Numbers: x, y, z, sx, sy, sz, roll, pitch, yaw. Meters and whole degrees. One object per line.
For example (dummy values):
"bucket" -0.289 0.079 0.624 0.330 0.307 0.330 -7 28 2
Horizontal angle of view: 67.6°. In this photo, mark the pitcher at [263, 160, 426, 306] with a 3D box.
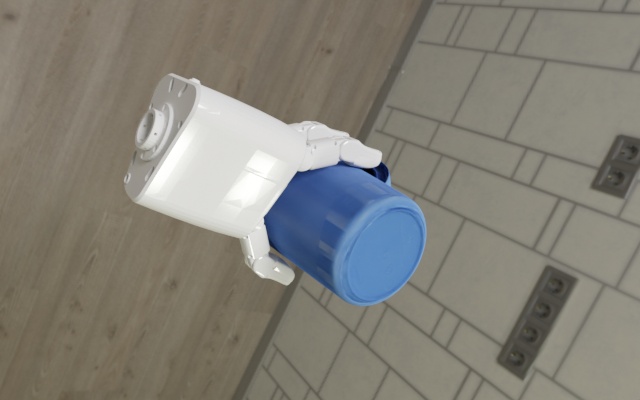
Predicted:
"pitcher" 0.000 0.002 0.509 0.145 0.149 0.242 25 5 -41
